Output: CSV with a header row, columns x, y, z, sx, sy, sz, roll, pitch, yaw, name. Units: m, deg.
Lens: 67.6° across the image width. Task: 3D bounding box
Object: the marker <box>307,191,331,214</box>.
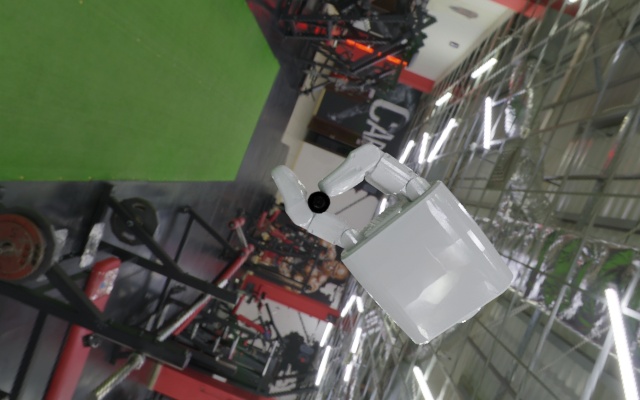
x,y,z,sx,sy,sz,roll,pitch,yaw,name
0.000,0.001,0.446,0.020,0.020,0.121,0,0,1,marker
